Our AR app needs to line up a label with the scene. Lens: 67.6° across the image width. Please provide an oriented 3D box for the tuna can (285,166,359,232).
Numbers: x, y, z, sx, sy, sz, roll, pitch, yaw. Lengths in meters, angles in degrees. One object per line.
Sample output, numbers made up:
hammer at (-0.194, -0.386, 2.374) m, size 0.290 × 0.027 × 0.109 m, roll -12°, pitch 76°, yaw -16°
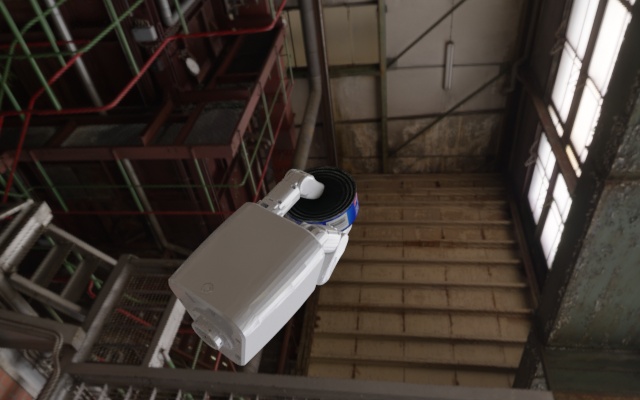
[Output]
tuna can at (0.000, 0.002, 0.543) m, size 0.086 × 0.086 × 0.034 m, roll 0°, pitch -43°, yaw 13°
